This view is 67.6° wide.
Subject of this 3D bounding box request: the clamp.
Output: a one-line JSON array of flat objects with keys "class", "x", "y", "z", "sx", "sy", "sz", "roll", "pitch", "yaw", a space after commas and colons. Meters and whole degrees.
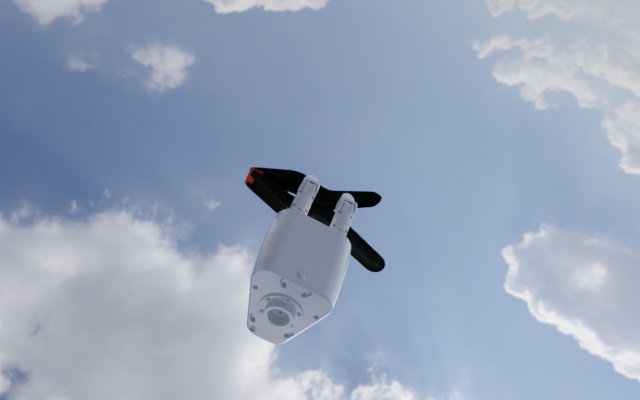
[{"class": "clamp", "x": -0.001, "y": 0.003, "z": 0.661, "sx": 0.210, "sy": 0.036, "sz": 0.164, "roll": 27, "pitch": 32, "yaw": -5}]
